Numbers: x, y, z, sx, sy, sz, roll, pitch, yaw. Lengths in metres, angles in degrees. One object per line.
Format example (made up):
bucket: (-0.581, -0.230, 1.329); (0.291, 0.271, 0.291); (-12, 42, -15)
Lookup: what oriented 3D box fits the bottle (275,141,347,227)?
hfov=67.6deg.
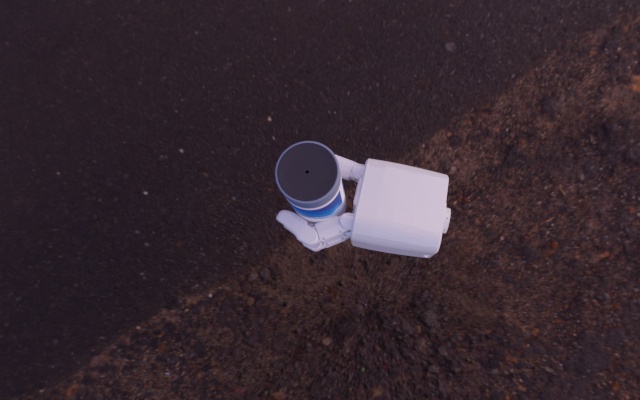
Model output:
bottle: (0.000, 0.002, 0.626); (0.069, 0.069, 0.296); (0, -12, 5)
